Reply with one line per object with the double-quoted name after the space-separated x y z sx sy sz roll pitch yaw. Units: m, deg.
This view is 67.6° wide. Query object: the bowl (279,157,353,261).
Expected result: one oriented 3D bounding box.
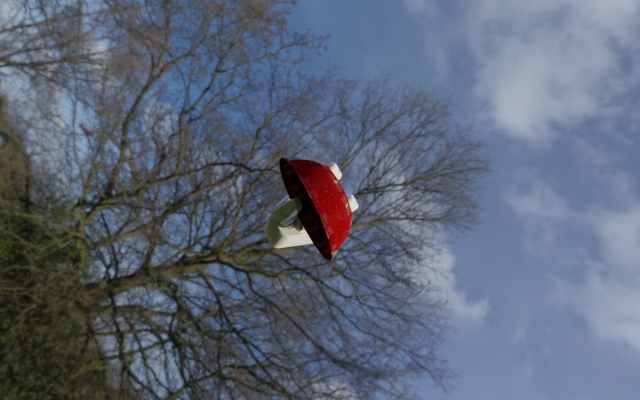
0.001 0.002 0.681 0.055 0.162 0.162 -26 5 -11 "bowl"
